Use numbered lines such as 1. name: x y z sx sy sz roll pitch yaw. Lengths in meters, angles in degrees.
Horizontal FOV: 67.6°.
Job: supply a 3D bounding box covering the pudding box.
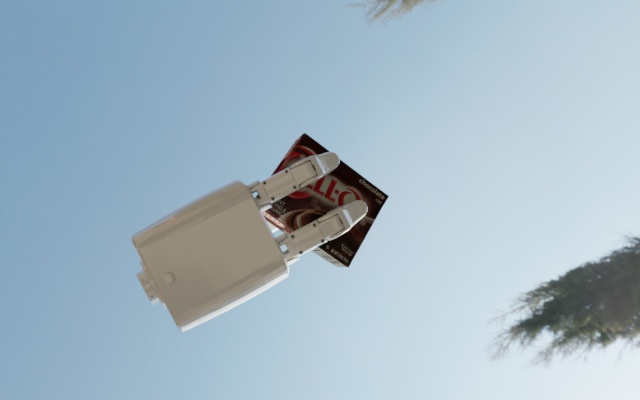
1. pudding box: 0.000 0.002 0.484 0.113 0.090 0.039 36 -19 -13
